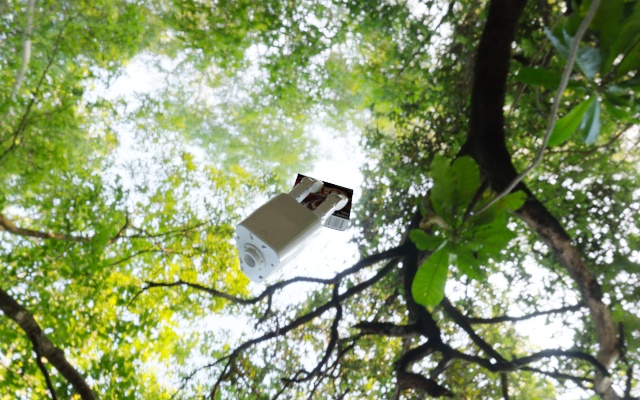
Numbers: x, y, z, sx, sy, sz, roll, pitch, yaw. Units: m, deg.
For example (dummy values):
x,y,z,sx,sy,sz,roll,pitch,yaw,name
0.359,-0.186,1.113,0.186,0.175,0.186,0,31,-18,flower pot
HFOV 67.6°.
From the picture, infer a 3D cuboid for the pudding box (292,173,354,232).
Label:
x,y,z,sx,sy,sz,roll,pitch,yaw,name
0.000,0.003,0.860,0.113,0.039,0.090,17,41,-4,pudding box
